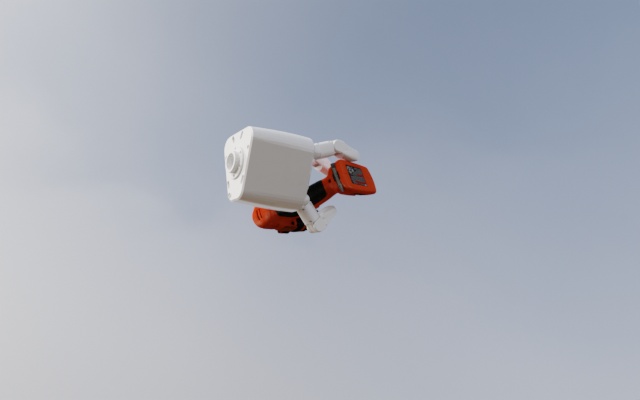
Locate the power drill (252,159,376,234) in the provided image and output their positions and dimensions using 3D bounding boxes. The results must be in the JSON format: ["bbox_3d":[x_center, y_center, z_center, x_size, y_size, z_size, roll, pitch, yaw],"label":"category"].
[{"bbox_3d":[0.000,0.002,0.832,0.188,0.057,0.184,-31,-18,27],"label":"power drill"}]
